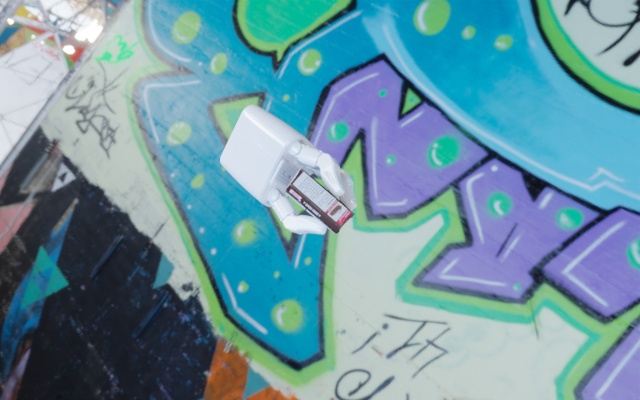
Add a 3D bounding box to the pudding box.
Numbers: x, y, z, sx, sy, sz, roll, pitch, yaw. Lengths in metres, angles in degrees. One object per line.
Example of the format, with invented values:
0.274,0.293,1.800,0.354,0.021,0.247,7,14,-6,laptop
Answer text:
0.000,0.002,0.644,0.090,0.039,0.113,40,2,1,pudding box
